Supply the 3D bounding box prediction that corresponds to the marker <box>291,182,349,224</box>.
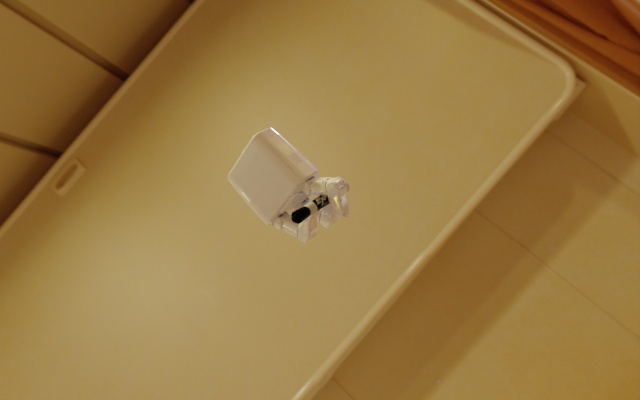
[{"bbox_3d":[0.000,0.002,0.686,0.020,0.020,0.121,0,23,41],"label":"marker"}]
